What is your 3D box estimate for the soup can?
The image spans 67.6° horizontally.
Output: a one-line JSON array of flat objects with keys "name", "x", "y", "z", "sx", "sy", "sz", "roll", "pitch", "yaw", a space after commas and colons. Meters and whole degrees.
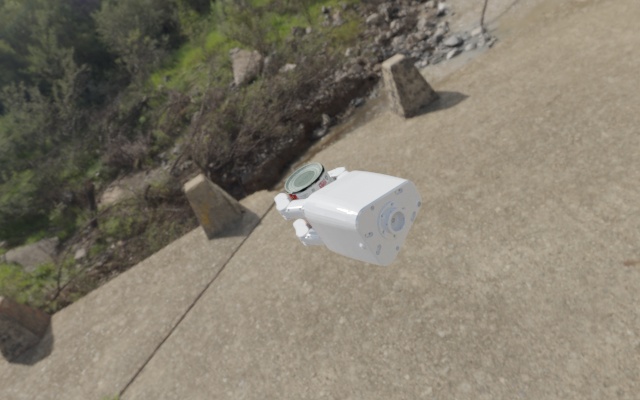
[{"name": "soup can", "x": 0.000, "y": 0.002, "z": 0.718, "sx": 0.068, "sy": 0.102, "sz": 0.068, "roll": -25, "pitch": 30, "yaw": 16}]
